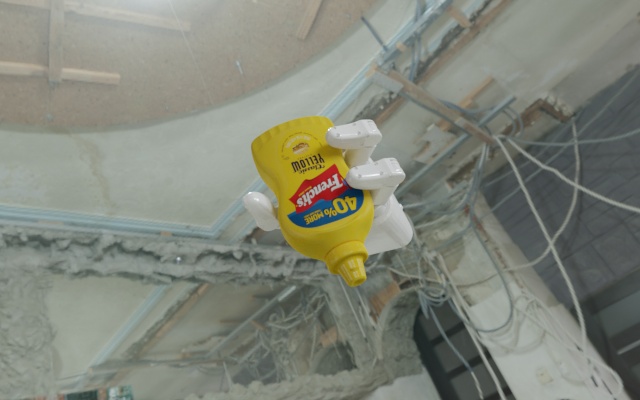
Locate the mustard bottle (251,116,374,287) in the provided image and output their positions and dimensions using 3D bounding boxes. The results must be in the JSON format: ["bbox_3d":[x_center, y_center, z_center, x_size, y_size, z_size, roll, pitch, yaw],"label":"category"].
[{"bbox_3d":[0.000,0.001,0.489,0.096,0.191,0.058,-19,-31,-10],"label":"mustard bottle"}]
